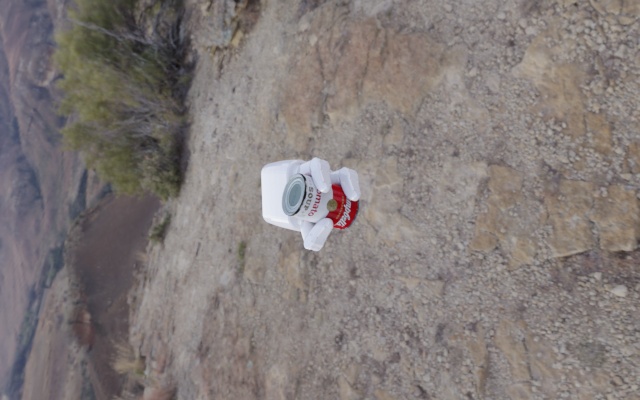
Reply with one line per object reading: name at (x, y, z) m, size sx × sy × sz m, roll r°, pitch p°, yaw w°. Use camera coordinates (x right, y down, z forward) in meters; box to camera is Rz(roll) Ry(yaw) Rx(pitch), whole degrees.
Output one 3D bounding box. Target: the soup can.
soup can at (0.000, 0.002, 0.735) m, size 0.102 × 0.068 × 0.068 m, roll 16°, pitch -9°, yaw -32°
